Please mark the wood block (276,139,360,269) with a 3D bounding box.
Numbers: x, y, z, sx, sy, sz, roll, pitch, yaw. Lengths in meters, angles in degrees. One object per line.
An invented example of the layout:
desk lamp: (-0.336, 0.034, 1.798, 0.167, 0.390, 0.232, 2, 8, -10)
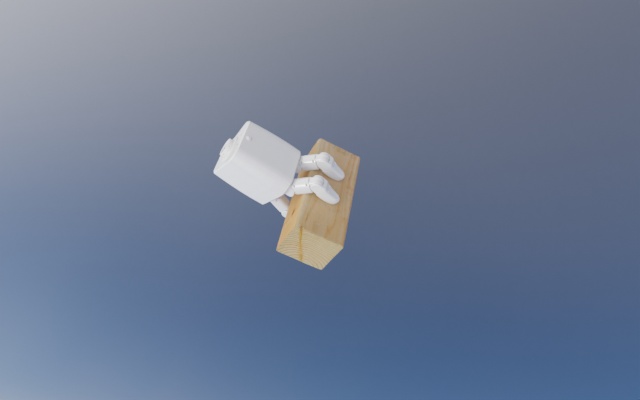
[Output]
wood block: (0.000, 0.003, 0.850, 0.090, 0.206, 0.091, 24, -40, -13)
